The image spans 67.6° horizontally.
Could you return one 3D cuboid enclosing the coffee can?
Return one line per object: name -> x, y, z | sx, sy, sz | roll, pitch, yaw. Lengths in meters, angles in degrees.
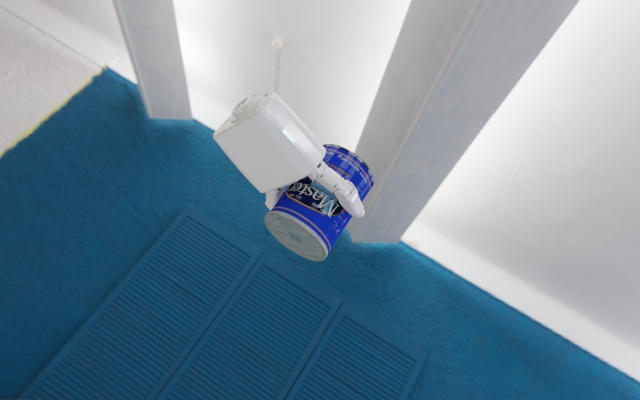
coffee can -> 0.000, 0.003, 0.696 | 0.103, 0.140, 0.103 | 28, -27, 16
